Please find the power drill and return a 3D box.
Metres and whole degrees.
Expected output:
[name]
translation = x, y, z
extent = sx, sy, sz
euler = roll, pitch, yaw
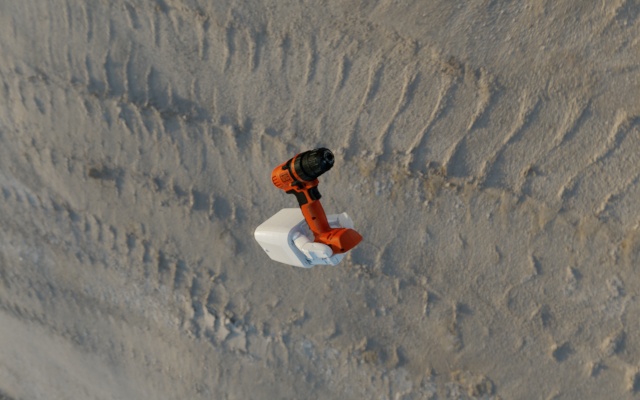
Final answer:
[power drill]
translation = 0.000, 0.003, 0.845
extent = 0.057, 0.187, 0.184
euler = -31, 8, -29
